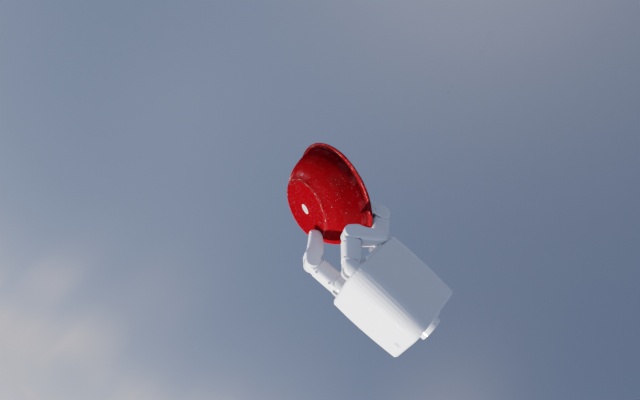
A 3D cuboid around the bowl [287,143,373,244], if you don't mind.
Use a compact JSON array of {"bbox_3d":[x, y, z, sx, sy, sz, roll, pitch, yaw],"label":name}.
[{"bbox_3d":[-0.001,0.002,0.683,0.055,0.162,0.162,-26,13,-29],"label":"bowl"}]
